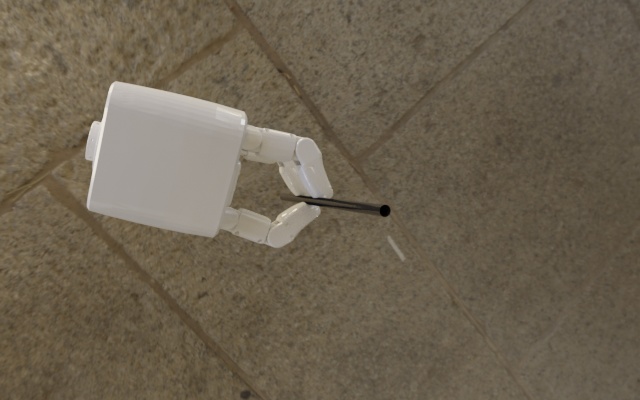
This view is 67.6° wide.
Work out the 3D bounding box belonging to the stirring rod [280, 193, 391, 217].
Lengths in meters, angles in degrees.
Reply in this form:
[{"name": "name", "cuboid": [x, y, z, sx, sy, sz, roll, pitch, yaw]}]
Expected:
[{"name": "stirring rod", "cuboid": [0.000, 0.001, 0.417, 0.011, 0.011, 0.239, 0, 2, -20]}]
